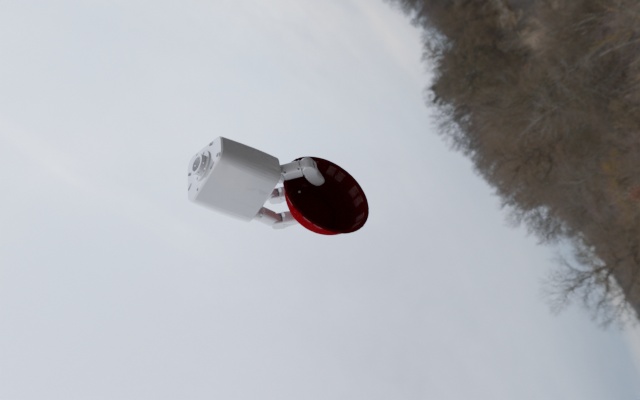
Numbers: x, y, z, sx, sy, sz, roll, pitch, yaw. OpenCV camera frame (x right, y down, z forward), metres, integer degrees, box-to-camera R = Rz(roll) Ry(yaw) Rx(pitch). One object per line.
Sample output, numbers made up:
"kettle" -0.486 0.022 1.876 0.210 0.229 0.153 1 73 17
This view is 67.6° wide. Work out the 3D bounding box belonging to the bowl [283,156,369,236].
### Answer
"bowl" 0.001 0.003 0.809 0.162 0.162 0.055 0 -37 -34
